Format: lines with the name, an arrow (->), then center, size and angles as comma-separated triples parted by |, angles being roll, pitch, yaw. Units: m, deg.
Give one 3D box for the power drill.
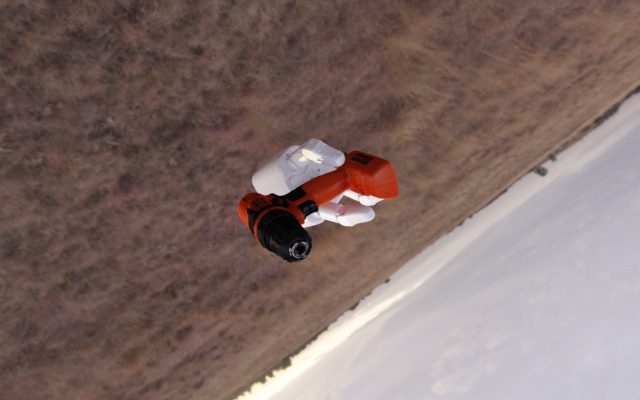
power drill -> 0.000, 0.002, 0.596 | 0.187, 0.057, 0.184 | -24, 24, -18
